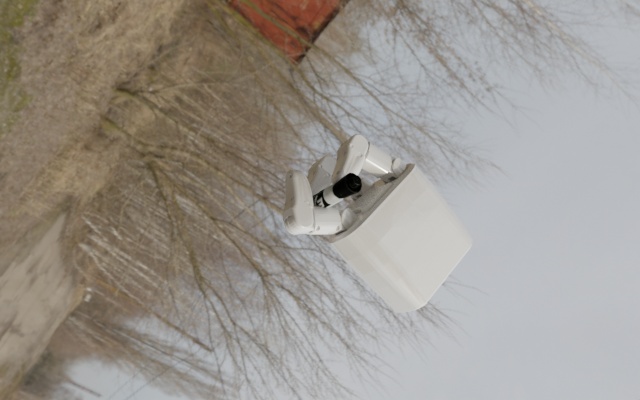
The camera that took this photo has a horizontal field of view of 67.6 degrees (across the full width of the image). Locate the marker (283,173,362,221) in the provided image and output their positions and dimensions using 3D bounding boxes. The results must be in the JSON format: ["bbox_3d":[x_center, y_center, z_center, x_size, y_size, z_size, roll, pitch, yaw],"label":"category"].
[{"bbox_3d":[0.000,0.001,0.456,0.020,0.020,0.121,0,-18,-34],"label":"marker"}]
